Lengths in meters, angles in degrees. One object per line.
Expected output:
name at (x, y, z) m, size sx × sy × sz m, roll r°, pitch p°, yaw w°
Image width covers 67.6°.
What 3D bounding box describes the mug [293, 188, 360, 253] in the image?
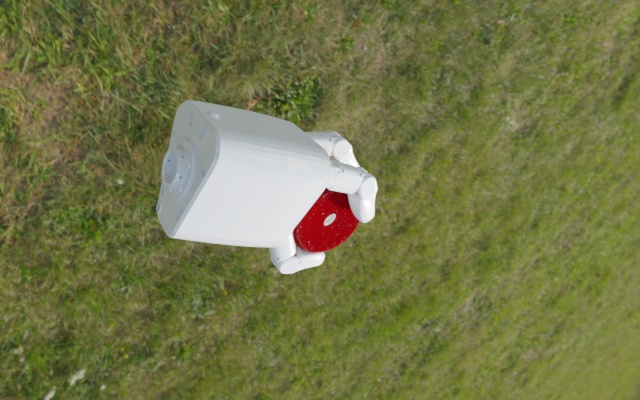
mug at (0.001, 0.002, 0.510) m, size 0.117 × 0.093 × 0.081 m, roll 7°, pitch 28°, yaw -39°
